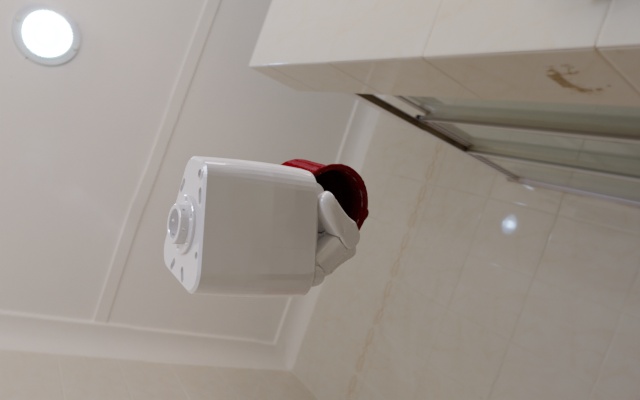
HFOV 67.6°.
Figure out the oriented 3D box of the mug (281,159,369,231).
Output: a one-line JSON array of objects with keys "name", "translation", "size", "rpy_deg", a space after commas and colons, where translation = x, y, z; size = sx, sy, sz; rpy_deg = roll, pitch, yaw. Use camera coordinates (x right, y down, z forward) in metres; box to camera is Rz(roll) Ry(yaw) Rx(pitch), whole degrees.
[{"name": "mug", "translation": [0.001, 0.002, 0.526], "size": [0.117, 0.093, 0.081], "rpy_deg": [10, 7, -36]}]
